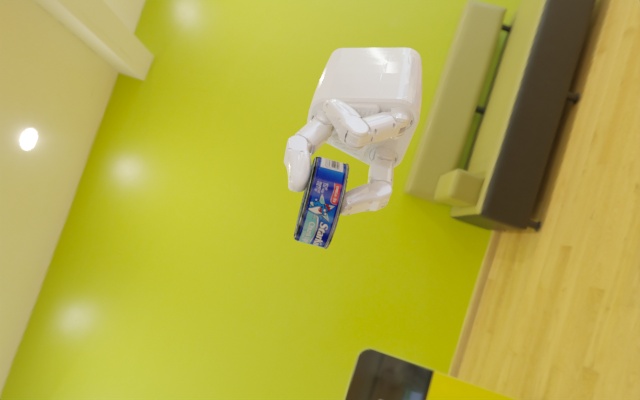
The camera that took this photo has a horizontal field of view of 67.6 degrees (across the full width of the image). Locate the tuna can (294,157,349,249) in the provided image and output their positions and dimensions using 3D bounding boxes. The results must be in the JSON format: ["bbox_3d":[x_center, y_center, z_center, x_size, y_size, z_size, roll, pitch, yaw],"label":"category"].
[{"bbox_3d":[0.000,0.001,0.463,0.034,0.086,0.086,15,-1,-4],"label":"tuna can"}]
